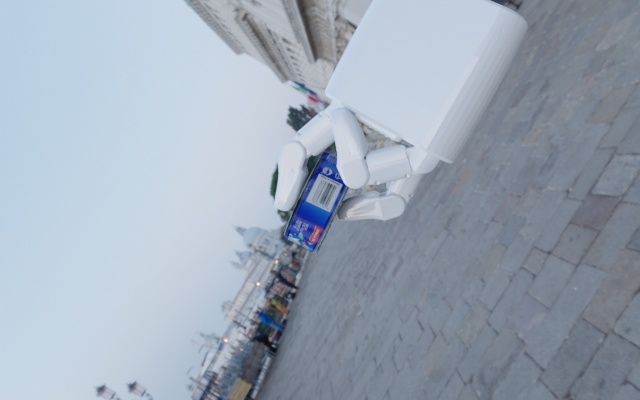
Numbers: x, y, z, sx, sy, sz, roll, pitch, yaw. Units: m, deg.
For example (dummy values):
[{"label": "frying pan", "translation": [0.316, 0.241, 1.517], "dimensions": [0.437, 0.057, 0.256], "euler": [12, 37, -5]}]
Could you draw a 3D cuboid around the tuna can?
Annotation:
[{"label": "tuna can", "translation": [0.000, 0.001, 0.422], "dimensions": [0.034, 0.086, 0.086], "euler": [25, 0, 1]}]
